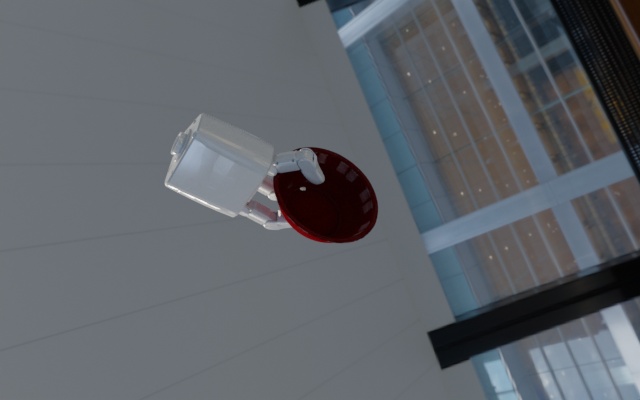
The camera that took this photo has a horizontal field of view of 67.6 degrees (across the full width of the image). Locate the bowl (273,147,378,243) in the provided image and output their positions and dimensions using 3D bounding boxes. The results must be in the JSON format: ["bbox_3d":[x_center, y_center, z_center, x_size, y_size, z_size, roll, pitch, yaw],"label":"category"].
[{"bbox_3d":[0.001,0.003,0.688,0.162,0.162,0.055,0,-33,-28],"label":"bowl"}]
